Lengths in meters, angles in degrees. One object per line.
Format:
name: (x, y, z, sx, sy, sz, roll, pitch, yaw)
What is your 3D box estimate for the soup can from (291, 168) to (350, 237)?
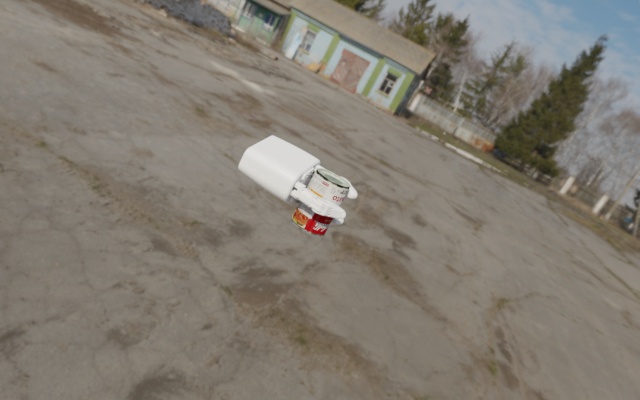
soup can: (0.001, 0.003, 0.839, 0.068, 0.102, 0.068, 26, 16, -8)
